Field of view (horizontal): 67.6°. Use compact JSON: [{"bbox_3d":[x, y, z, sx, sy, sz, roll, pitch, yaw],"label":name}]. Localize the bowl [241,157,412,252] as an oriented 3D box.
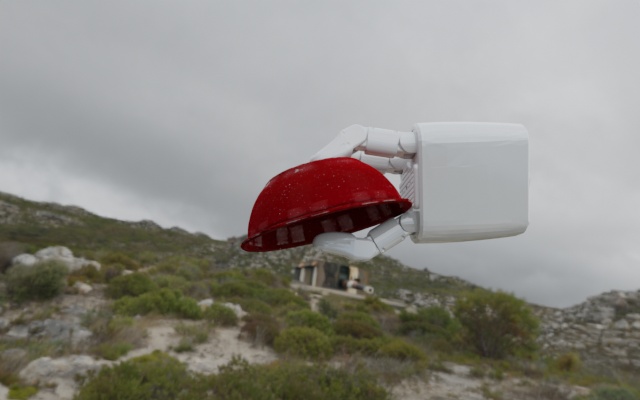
[{"bbox_3d":[-0.001,0.001,0.445,0.162,0.055,0.162,-14,-12,-3],"label":"bowl"}]
